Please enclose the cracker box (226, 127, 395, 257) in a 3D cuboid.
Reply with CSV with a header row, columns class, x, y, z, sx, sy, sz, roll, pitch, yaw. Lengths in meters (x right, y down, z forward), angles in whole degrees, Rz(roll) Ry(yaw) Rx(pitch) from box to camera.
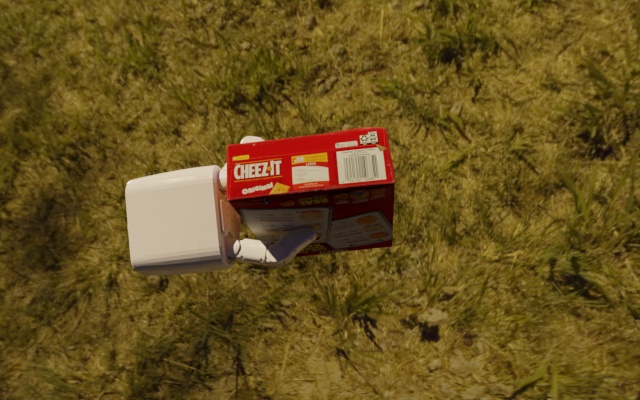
class,x,y,z,sx,sy,sz,roll,pitch,yaw
cracker box,0.000,0.002,0.557,0.164,0.072,0.214,-6,-22,5
